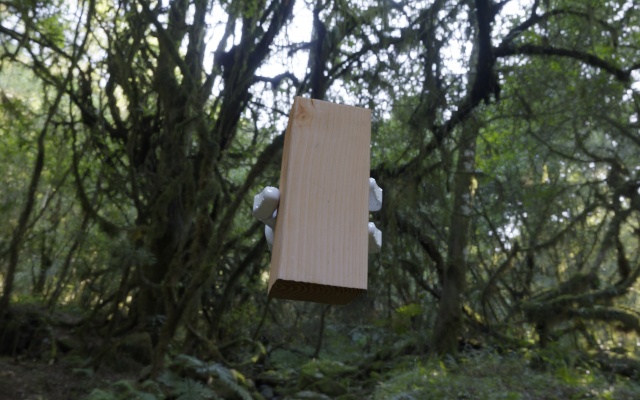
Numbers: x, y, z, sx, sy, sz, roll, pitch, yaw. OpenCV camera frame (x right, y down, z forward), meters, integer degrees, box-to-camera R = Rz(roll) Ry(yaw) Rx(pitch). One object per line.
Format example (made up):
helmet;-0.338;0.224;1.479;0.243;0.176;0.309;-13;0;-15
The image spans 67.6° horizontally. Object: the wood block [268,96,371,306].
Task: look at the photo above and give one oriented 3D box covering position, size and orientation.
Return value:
wood block;0.000;0.002;0.529;0.091;0.206;0.090;8;-24;-10
